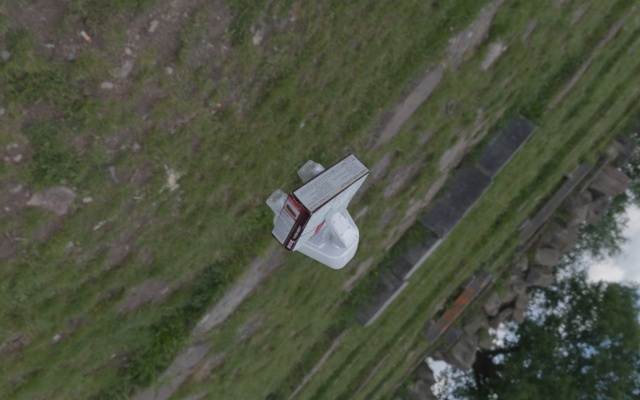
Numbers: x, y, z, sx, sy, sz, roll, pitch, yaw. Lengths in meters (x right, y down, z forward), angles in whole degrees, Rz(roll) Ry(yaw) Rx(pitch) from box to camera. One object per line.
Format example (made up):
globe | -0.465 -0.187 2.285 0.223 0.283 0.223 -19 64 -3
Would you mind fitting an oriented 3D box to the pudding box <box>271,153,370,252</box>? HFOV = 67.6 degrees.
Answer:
pudding box | 0.000 0.002 0.576 0.113 0.039 0.090 -37 -16 -38
